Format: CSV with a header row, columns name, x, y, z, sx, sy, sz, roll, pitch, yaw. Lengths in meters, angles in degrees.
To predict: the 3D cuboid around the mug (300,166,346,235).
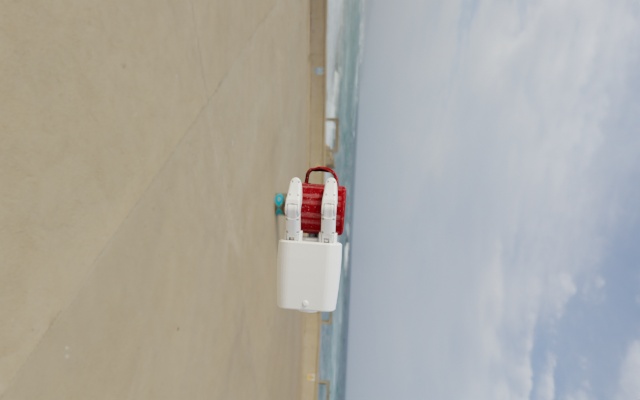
name,x,y,z,sx,sy,sz,roll,pitch,yaw
mug,0.000,0.001,0.785,0.081,0.117,0.093,4,0,4
